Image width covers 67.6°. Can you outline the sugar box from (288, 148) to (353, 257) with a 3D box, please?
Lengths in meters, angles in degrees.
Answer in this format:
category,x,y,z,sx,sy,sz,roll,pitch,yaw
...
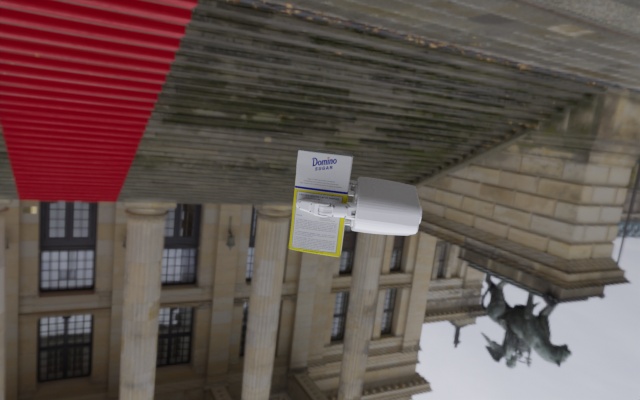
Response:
category,x,y,z,sx,sy,sz,roll,pitch,yaw
sugar box,0.000,0.003,0.822,0.093,0.176,0.048,8,10,4
